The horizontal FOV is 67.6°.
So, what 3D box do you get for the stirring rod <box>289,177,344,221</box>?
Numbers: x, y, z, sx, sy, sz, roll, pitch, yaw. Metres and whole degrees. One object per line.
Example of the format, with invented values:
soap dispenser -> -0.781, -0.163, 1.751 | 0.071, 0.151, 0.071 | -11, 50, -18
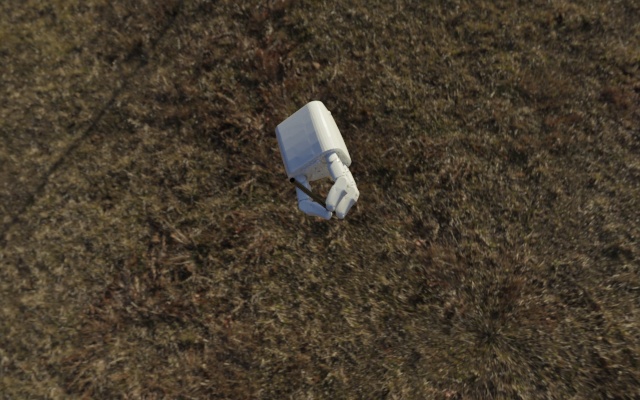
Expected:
stirring rod -> 0.000, 0.002, 0.770 | 0.011, 0.011, 0.239 | 0, -15, 20
